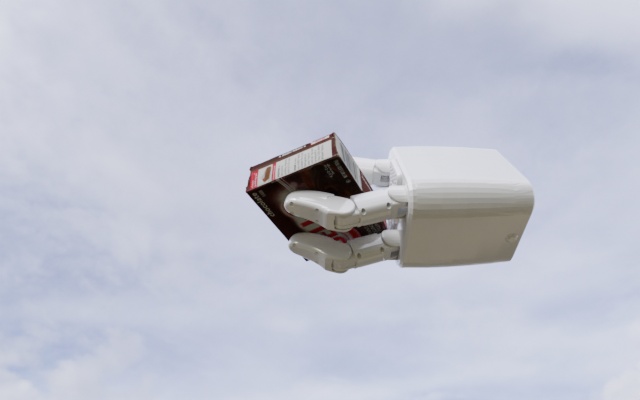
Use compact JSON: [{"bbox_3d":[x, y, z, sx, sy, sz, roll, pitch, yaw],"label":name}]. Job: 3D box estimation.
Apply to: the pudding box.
[{"bbox_3d":[0.000,0.001,0.438,0.090,0.039,0.113,-21,-51,18],"label":"pudding box"}]
